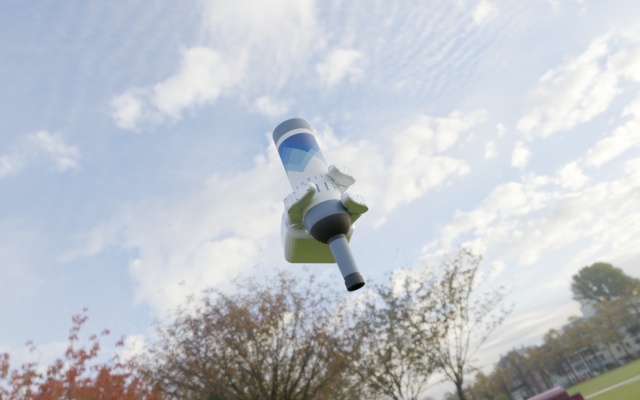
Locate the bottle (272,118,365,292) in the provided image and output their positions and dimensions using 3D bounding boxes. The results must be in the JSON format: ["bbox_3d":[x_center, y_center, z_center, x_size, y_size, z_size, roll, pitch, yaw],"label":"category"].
[{"bbox_3d":[0.000,0.002,0.735,0.069,0.295,0.069,-17,-29,-10],"label":"bottle"}]
